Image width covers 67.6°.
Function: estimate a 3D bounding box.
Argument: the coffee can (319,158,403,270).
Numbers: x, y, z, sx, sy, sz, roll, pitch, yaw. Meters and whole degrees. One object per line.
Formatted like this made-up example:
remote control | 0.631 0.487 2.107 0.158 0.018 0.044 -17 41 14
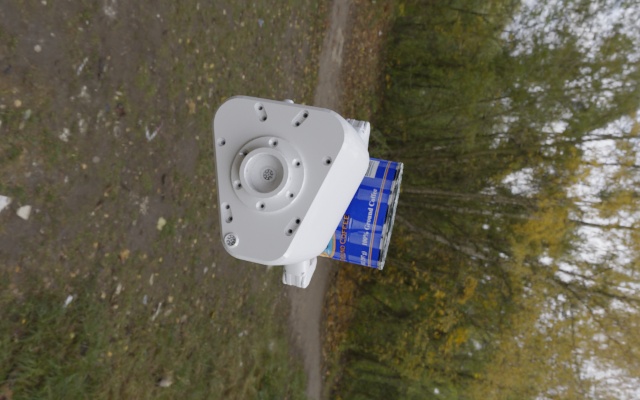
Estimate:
coffee can | 0.000 0.002 0.459 0.140 0.103 0.103 11 2 11
